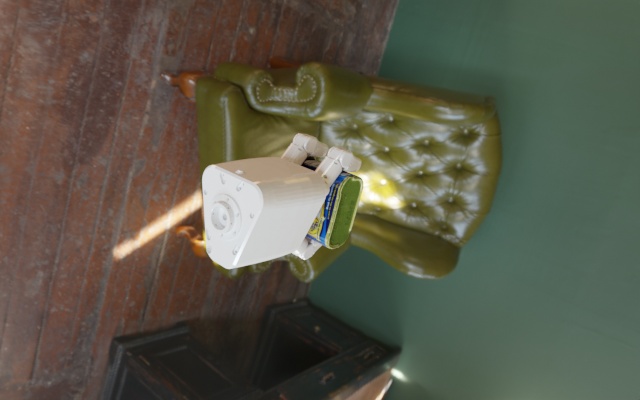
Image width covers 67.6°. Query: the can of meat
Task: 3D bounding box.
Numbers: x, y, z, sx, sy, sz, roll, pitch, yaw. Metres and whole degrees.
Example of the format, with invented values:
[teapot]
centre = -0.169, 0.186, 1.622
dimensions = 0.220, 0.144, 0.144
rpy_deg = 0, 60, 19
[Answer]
[can of meat]
centre = 0.000, 0.002, 0.618
dimensions = 0.084, 0.102, 0.057
rpy_deg = 24, 18, 32
